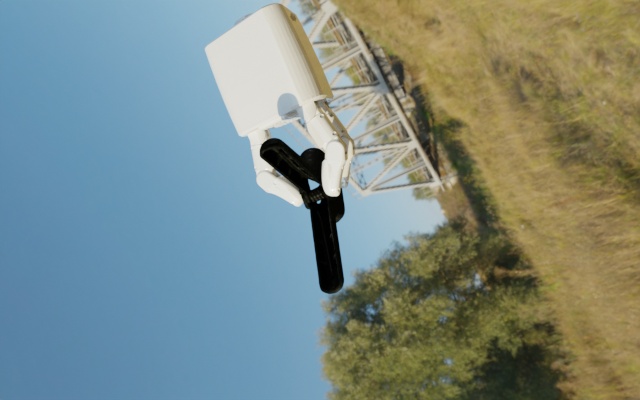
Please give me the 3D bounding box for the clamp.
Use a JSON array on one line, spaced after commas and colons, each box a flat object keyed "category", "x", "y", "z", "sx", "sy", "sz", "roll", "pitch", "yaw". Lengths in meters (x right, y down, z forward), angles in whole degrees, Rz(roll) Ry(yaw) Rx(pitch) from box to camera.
[{"category": "clamp", "x": -0.001, "y": 0.002, "z": 0.542, "sx": 0.036, "sy": 0.164, "sz": 0.210, "roll": -19, "pitch": 6, "yaw": 15}]
